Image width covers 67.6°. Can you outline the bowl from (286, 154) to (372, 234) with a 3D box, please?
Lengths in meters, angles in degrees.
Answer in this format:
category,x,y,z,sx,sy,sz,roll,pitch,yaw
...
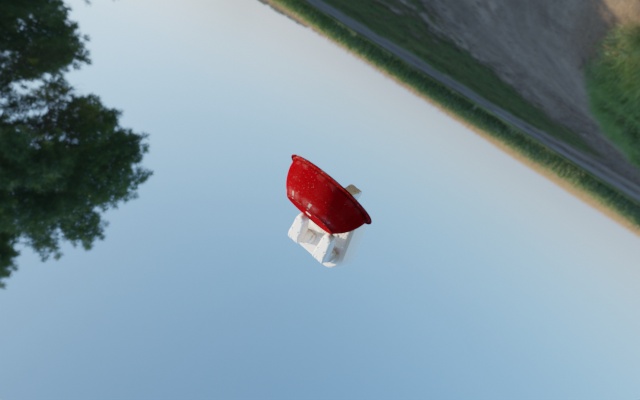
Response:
category,x,y,z,sx,sy,sz,roll,pitch,yaw
bowl,-0.001,0.002,0.732,0.162,0.055,0.162,40,-8,7
